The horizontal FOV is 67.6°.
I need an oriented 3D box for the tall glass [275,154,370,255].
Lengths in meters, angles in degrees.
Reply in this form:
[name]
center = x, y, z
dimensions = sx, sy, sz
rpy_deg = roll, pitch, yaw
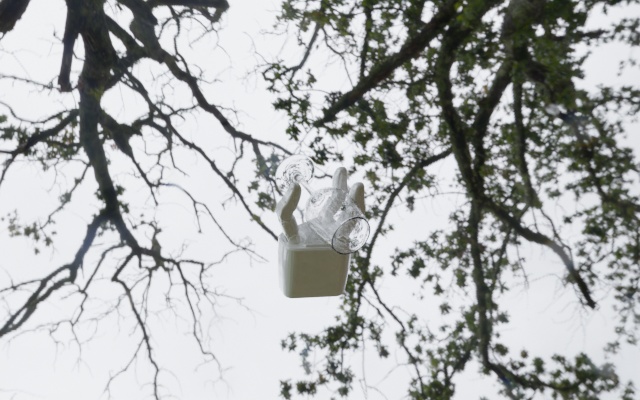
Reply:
[tall glass]
center = 0.000, 0.002, 0.737
dimensions = 0.079, 0.079, 0.201
rpy_deg = 0, 28, -29
